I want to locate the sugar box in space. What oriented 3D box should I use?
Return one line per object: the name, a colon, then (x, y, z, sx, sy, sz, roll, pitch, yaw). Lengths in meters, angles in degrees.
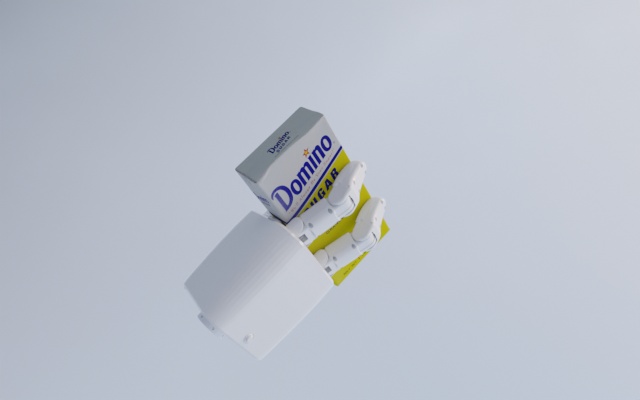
sugar box: (0.000, 0.002, 0.492, 0.048, 0.093, 0.176, 30, -19, 46)
